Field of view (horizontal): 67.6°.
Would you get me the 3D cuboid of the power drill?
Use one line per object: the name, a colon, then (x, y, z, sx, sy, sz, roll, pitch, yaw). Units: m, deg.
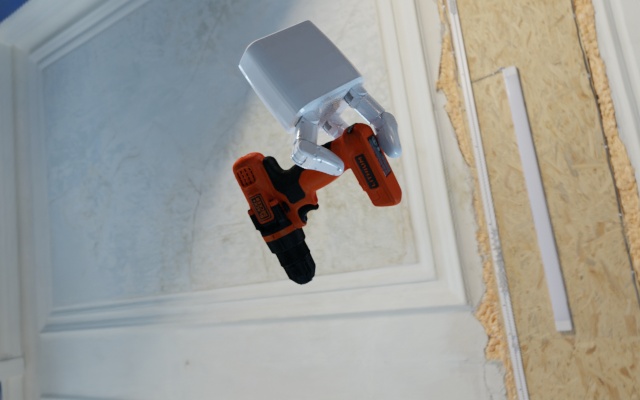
power drill: (0.000, 0.001, 0.588, 0.188, 0.184, 0.057, -23, 10, 22)
